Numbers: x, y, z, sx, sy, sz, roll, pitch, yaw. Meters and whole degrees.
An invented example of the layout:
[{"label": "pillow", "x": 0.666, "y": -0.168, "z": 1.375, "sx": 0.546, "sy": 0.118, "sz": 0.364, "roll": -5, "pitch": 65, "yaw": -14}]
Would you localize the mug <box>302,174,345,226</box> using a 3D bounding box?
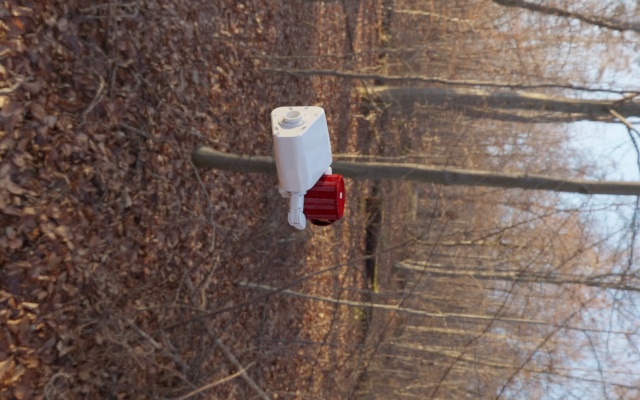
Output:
[{"label": "mug", "x": 0.001, "y": 0.004, "z": 0.870, "sx": 0.081, "sy": 0.117, "sz": 0.093, "roll": 1, "pitch": 39, "yaw": 12}]
